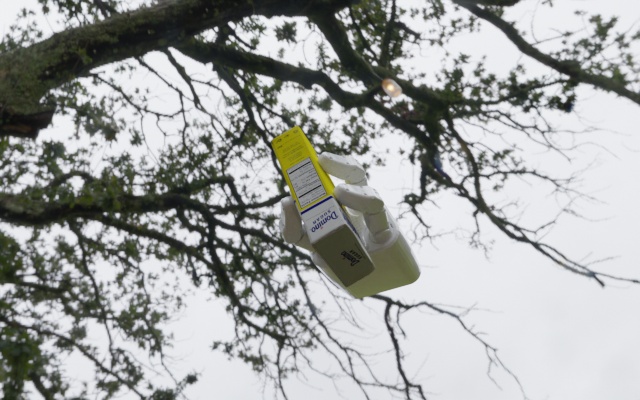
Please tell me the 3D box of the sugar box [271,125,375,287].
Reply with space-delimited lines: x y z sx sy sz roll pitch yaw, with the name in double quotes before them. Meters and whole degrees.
"sugar box" 0.001 0.001 0.536 0.048 0.176 0.093 -32 -44 3
